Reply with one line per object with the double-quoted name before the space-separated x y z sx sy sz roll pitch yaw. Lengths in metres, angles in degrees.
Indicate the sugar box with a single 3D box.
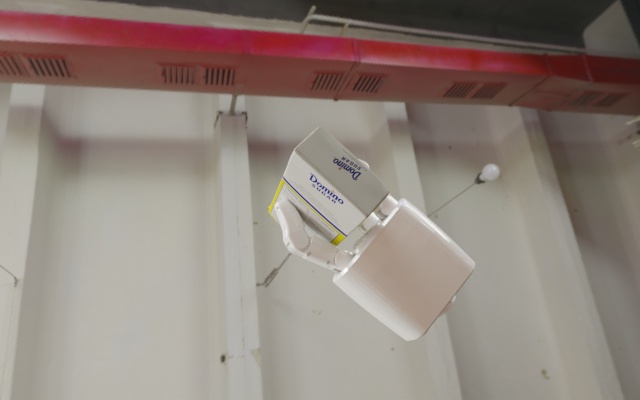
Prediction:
"sugar box" 0.001 0.001 0.512 0.048 0.093 0.176 -46 -3 -27
